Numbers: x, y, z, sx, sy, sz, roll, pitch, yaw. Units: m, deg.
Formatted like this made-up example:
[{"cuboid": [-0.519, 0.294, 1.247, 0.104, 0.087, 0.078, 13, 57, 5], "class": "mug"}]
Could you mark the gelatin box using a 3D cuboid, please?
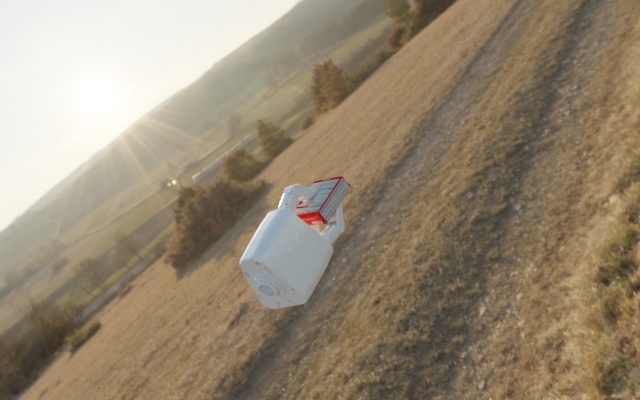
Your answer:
[{"cuboid": [0.000, 0.002, 0.805, 0.073, 0.089, 0.030, -9, -50, 48], "class": "gelatin box"}]
